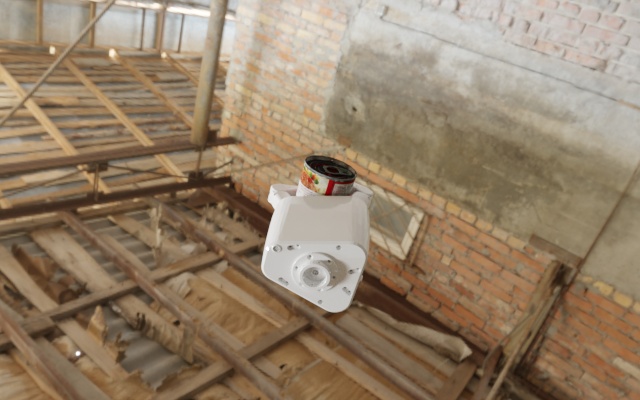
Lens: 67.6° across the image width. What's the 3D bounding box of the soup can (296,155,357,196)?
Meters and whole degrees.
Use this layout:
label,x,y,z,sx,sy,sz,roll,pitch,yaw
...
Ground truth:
label,x,y,z,sx,sy,sz,roll,pitch,yaw
soup can,0.000,0.002,0.615,0.068,0.102,0.068,14,25,-7
